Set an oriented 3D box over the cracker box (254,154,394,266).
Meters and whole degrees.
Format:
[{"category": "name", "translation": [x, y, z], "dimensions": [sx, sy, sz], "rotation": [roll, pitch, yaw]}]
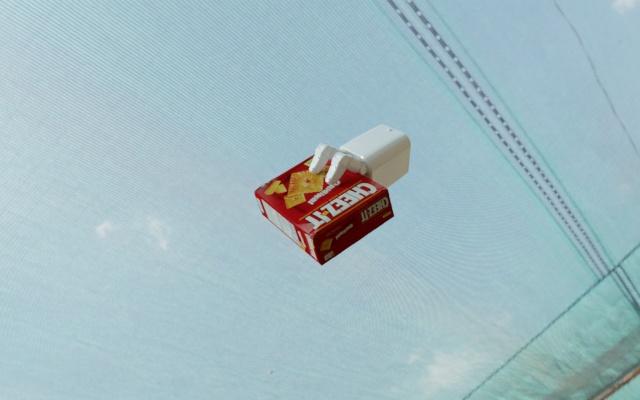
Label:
[{"category": "cracker box", "translation": [0.000, 0.003, 0.870], "dimensions": [0.164, 0.072, 0.213], "rotation": [-32, 38, -20]}]
